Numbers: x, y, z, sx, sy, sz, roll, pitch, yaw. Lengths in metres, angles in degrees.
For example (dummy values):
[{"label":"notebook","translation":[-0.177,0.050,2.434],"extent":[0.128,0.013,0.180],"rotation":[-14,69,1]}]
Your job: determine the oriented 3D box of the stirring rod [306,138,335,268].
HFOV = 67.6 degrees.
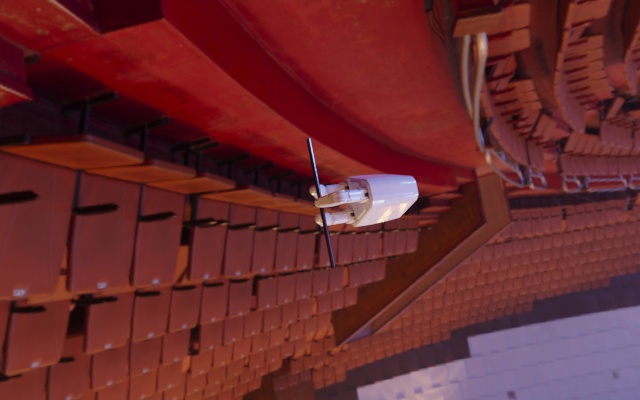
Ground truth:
[{"label":"stirring rod","translation":[0.000,0.003,0.870],"extent":[0.011,0.239,0.011],"rotation":[-11,-8,-2]}]
